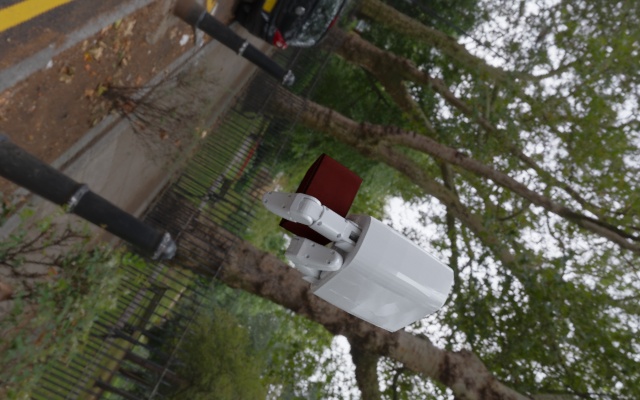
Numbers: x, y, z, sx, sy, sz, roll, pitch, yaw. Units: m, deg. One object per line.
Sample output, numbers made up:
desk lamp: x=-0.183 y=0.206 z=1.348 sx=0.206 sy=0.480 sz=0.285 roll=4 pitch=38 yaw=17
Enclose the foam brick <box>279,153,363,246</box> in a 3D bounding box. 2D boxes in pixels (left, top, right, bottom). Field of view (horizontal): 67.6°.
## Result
foam brick: x=0.000 y=0.001 z=0.502 sx=0.051 sy=0.078 sz=0.053 roll=30 pitch=-22 yaw=-9
